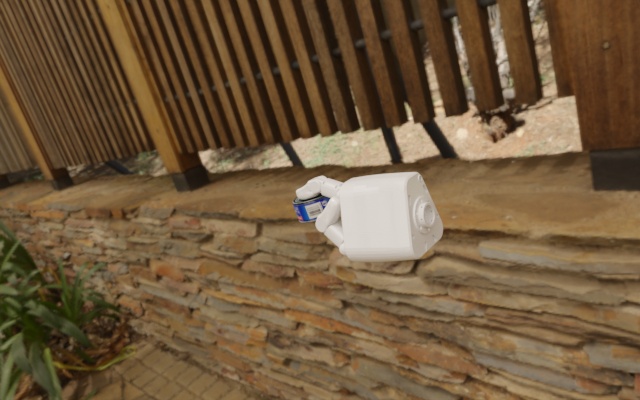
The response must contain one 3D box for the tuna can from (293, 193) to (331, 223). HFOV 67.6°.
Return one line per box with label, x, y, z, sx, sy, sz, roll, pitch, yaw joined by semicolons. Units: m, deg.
tuna can;0.000;0.002;0.753;0.086;0.034;0.086;-20;12;5
